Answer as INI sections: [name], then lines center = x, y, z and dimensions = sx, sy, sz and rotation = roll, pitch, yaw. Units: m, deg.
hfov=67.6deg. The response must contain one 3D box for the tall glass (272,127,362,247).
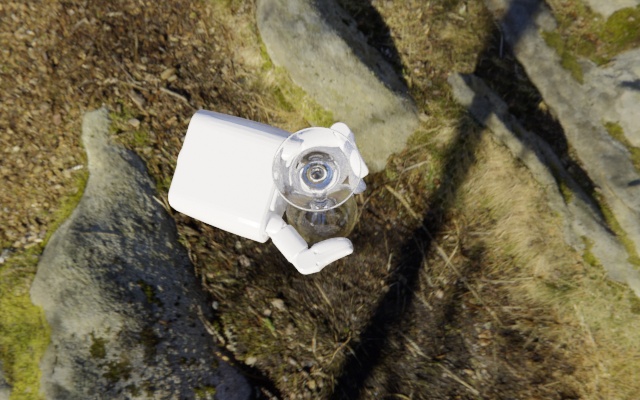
[tall glass]
center = 0.000, 0.001, 0.486
dimensions = 0.079, 0.079, 0.201
rotation = 0, -17, 2
